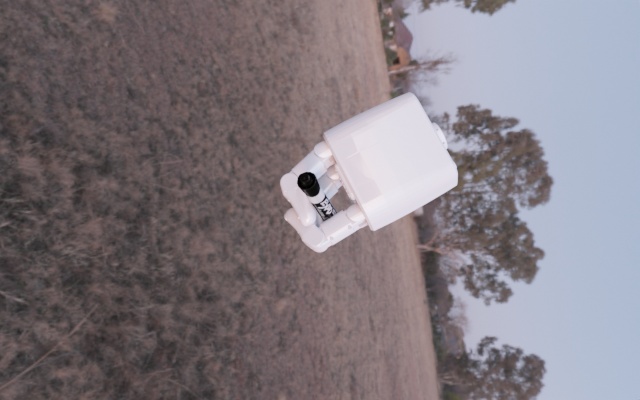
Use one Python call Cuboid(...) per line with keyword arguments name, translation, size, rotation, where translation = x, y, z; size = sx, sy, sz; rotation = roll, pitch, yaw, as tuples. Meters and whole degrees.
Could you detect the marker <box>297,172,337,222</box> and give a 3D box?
Cuboid(name="marker", translation=(0.000, 0.002, 0.484), size=(0.020, 0.020, 0.121), rotation=(0, -21, 15))
